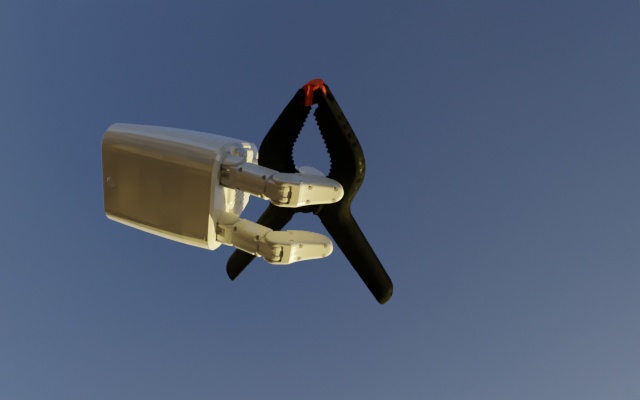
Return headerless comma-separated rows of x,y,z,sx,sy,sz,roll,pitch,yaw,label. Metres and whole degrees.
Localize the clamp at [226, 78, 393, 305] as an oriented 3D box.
0.000,0.001,0.429,0.164,0.210,0.036,13,26,6,clamp
